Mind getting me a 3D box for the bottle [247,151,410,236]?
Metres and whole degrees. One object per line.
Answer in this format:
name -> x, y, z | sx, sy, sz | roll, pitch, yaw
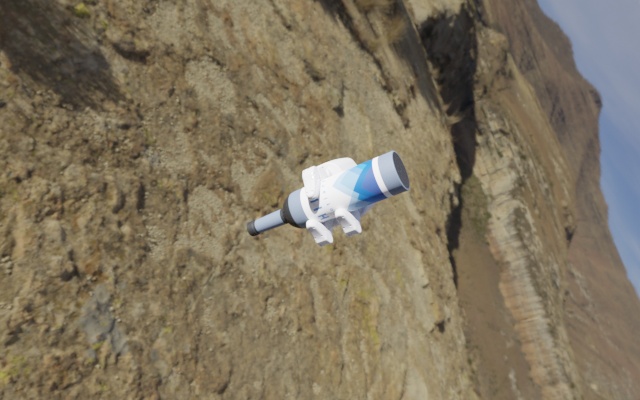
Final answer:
bottle -> 0.000, 0.003, 0.801 | 0.296, 0.069, 0.069 | -22, -9, 24
